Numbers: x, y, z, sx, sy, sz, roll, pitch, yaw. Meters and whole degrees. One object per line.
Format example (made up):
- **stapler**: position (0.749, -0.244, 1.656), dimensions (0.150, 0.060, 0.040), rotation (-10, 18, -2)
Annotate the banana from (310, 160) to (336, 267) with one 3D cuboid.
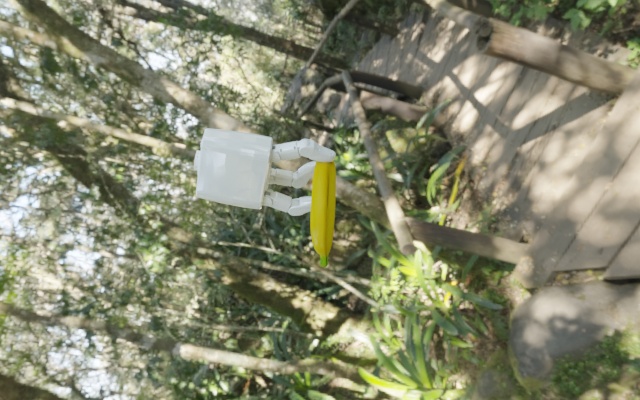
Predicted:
- **banana**: position (0.003, -0.001, 0.743), dimensions (0.037, 0.197, 0.070), rotation (6, -22, -7)
